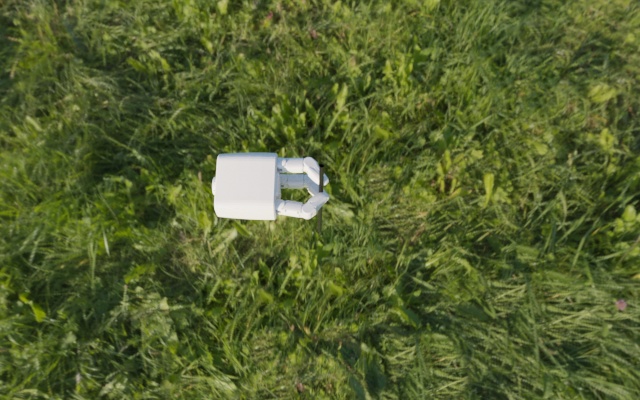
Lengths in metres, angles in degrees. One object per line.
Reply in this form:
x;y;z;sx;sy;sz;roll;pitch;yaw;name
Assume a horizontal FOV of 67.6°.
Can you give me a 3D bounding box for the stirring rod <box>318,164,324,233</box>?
0.000;0.003;0.881;0.011;0.011;0.240;0;-30;-1;stirring rod
